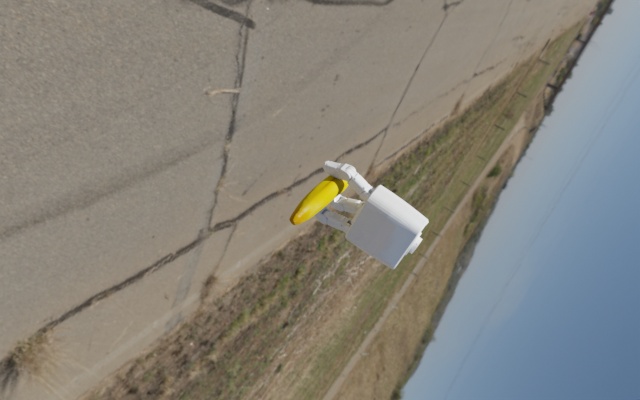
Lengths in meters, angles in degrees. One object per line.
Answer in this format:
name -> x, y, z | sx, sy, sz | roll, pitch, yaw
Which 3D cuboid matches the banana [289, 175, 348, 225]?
banana -> 0.010, -0.012, 0.847 | 0.037, 0.070, 0.197 | 38, 30, 8
